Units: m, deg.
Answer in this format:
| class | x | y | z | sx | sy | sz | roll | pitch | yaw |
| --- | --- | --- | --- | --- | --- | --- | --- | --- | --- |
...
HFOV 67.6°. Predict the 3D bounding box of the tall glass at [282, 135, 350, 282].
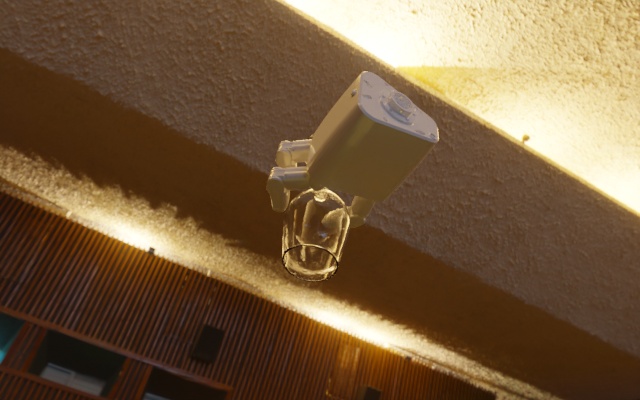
| class | x | y | z | sx | sy | sz | roll | pitch | yaw |
| --- | --- | --- | --- | --- | --- | --- | --- | --- | --- |
| tall glass | 0.000 | 0.002 | 0.588 | 0.079 | 0.079 | 0.200 | 0 | 43 | 9 |
